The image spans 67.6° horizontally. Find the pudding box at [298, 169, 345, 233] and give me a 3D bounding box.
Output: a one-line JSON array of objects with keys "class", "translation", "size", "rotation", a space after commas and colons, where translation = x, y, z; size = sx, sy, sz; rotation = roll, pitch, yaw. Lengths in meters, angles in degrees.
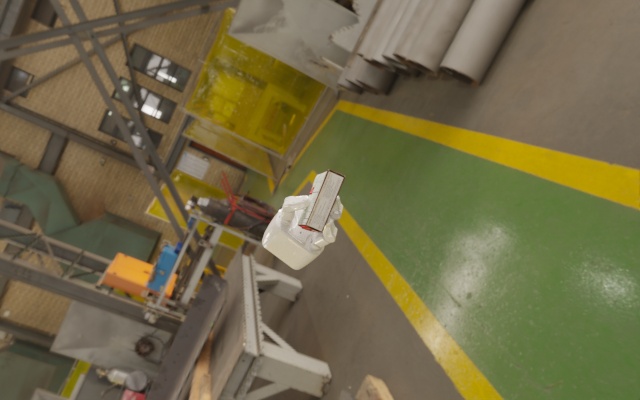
[{"class": "pudding box", "translation": [0.000, 0.003, 0.885], "size": [0.039, 0.113, 0.090], "rotation": [22, -6, -11]}]
